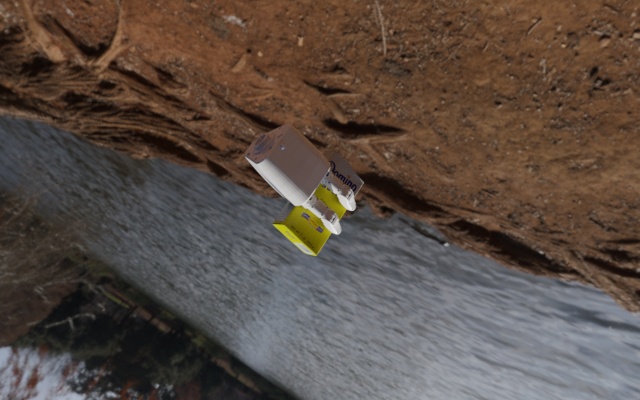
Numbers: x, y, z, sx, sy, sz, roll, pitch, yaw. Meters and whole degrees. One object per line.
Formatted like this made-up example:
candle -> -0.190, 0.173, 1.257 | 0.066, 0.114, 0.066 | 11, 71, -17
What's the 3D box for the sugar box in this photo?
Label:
sugar box -> 0.000, 0.003, 0.870 | 0.093, 0.176, 0.048 | 46, -23, -27
